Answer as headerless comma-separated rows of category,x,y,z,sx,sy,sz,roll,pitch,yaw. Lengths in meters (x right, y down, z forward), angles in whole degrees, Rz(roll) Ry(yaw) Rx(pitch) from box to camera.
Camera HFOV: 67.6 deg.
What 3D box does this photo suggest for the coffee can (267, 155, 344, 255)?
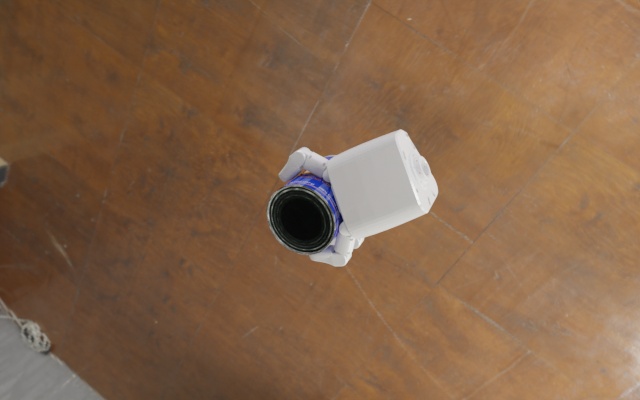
coffee can,0.000,0.002,0.696,0.103,0.103,0.140,0,21,25
